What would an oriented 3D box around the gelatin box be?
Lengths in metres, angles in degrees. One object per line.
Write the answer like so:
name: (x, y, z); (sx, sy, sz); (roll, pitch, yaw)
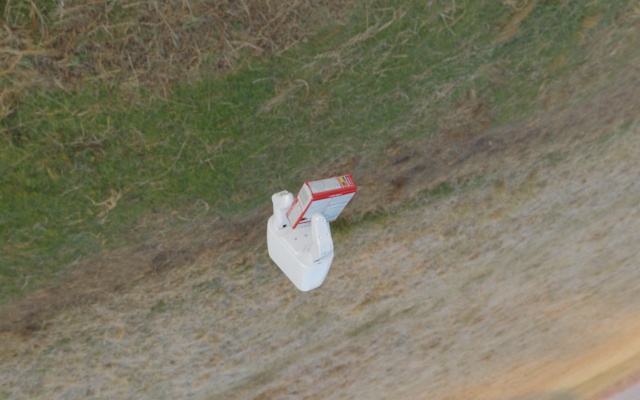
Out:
gelatin box: (0.000, 0.002, 0.665); (0.073, 0.030, 0.089); (-11, -26, -29)
